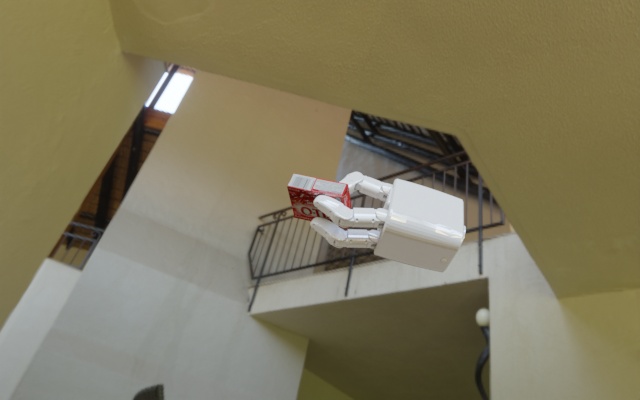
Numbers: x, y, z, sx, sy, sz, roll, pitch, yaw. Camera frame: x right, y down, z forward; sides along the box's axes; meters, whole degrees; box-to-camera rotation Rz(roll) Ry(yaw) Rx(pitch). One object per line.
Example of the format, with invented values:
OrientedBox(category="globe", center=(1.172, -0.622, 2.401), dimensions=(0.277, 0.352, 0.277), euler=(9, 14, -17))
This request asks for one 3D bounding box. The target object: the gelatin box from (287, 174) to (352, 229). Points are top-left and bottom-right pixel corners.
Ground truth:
OrientedBox(category="gelatin box", center=(0.000, 0.002, 0.703), dimensions=(0.089, 0.030, 0.073), euler=(12, -38, 18))
